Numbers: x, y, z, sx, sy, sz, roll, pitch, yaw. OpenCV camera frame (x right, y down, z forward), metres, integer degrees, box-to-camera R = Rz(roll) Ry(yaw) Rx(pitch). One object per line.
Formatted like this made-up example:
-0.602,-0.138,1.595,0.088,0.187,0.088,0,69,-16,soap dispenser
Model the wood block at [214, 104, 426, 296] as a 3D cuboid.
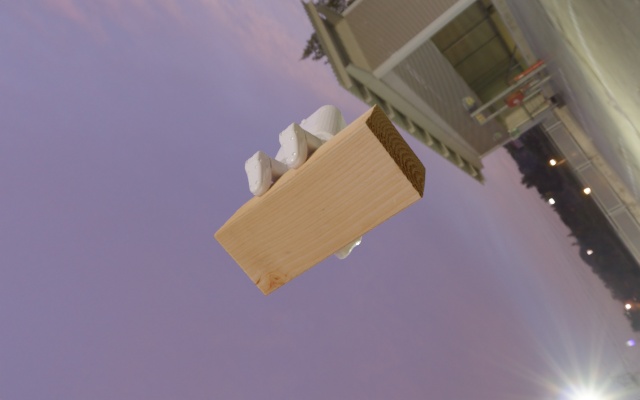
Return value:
0.000,0.002,0.511,0.206,0.091,0.090,-35,10,25,wood block
